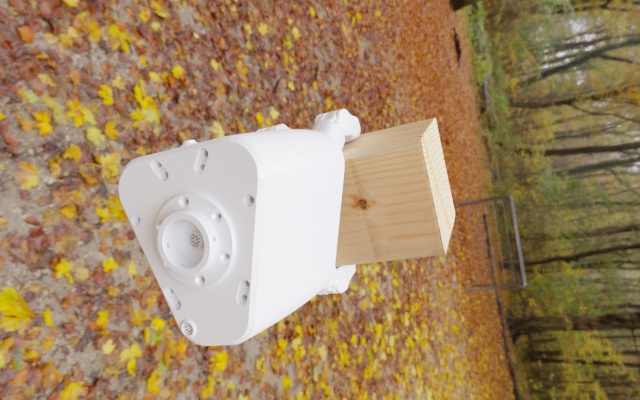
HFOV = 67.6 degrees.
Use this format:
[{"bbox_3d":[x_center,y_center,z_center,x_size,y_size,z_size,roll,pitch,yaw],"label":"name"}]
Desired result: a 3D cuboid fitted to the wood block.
[{"bbox_3d":[0.000,0.002,0.412,0.206,0.091,0.090,-9,16,23],"label":"wood block"}]
